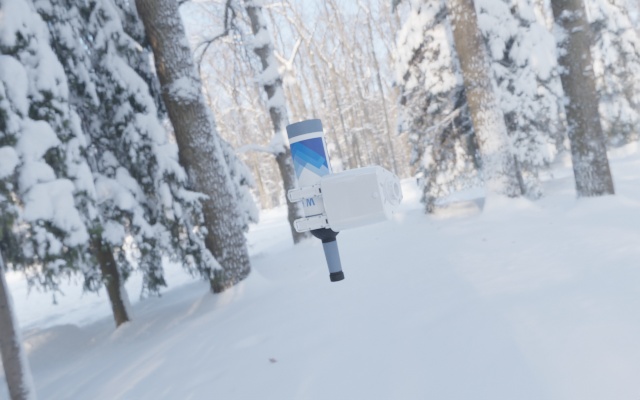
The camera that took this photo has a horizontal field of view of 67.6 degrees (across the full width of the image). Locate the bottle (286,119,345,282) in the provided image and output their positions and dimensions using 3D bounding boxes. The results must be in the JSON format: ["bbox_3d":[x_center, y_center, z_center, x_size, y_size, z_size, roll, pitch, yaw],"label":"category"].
[{"bbox_3d":[0.000,0.003,0.874,0.069,0.296,0.069,-12,2,0],"label":"bottle"}]
